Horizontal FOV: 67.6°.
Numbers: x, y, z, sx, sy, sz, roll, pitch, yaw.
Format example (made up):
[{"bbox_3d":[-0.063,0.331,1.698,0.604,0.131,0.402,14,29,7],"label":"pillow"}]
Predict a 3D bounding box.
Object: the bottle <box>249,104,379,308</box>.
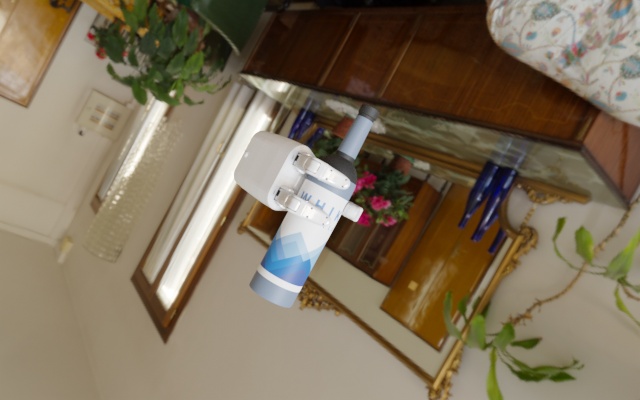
[{"bbox_3d":[0.000,0.002,0.660,0.069,0.295,0.069,28,1,0],"label":"bottle"}]
